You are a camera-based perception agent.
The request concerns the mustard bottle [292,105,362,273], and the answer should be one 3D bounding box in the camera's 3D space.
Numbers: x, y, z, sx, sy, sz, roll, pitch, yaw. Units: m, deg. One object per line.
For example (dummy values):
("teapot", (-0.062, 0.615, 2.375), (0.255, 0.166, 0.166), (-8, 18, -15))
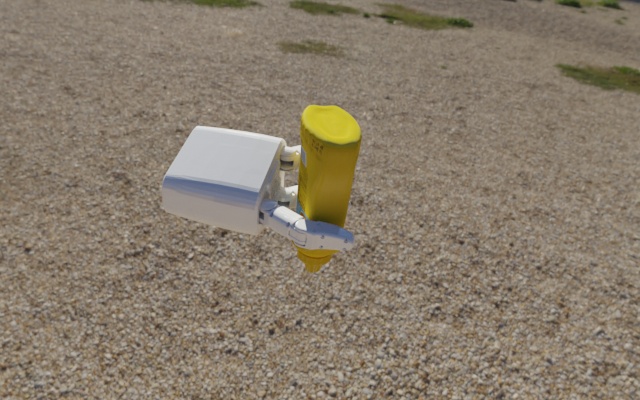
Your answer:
("mustard bottle", (0.000, 0.002, 0.519), (0.058, 0.192, 0.096), (-2, 34, -14))
